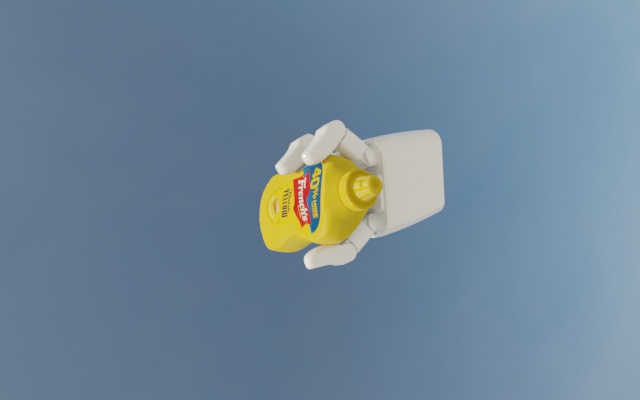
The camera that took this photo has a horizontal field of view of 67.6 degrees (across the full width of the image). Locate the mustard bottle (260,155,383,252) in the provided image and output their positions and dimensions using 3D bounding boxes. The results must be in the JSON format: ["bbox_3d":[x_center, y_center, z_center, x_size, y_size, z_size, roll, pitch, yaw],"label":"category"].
[{"bbox_3d":[0.000,0.002,0.525,0.058,0.096,0.191,13,-17,-32],"label":"mustard bottle"}]
